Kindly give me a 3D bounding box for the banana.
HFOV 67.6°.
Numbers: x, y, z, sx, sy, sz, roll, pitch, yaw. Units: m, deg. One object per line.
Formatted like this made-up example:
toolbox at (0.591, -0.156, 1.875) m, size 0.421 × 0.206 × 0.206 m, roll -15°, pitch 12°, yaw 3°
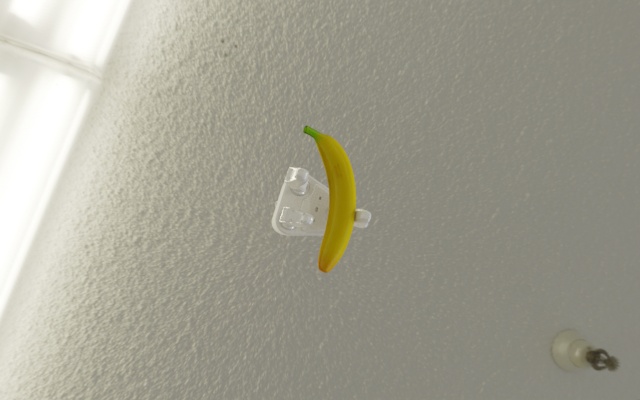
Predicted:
banana at (0.017, -0.003, 0.653) m, size 0.069 × 0.198 × 0.037 m, roll -7°, pitch -1°, yaw -18°
